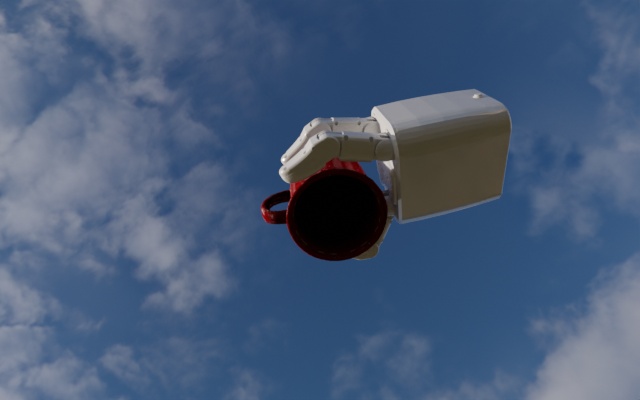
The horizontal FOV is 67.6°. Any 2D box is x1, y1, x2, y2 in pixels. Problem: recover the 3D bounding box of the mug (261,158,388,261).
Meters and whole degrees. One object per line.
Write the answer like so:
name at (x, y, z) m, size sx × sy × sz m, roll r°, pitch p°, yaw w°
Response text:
mug at (-0.001, 0.002, 0.470) m, size 0.117 × 0.093 × 0.081 m, roll -10°, pitch 24°, yaw -1°
